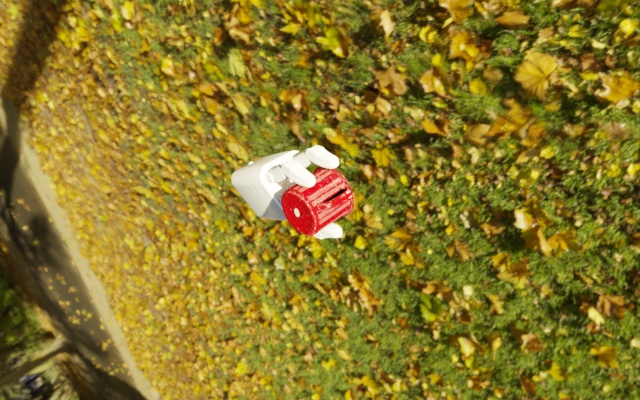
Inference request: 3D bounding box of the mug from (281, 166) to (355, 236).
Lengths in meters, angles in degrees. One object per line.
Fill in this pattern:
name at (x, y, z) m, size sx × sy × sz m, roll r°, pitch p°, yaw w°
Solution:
mug at (0.001, 0.003, 0.743) m, size 0.081 × 0.093 × 0.117 m, roll -33°, pitch 18°, yaw -35°
